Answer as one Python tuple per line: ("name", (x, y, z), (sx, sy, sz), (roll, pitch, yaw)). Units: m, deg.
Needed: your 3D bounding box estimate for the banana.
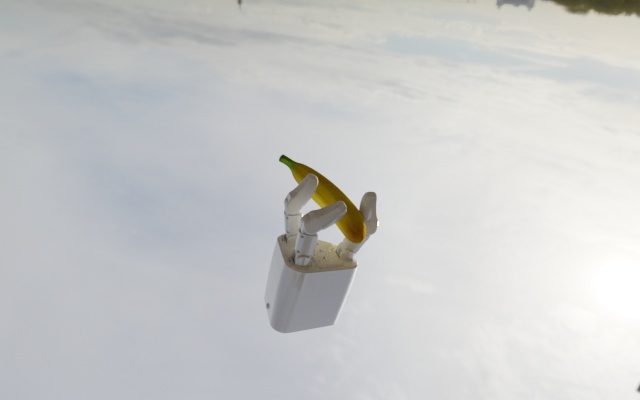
("banana", (0.011, 0.002, 0.666), (0.069, 0.037, 0.197), (9, 27, -45))
